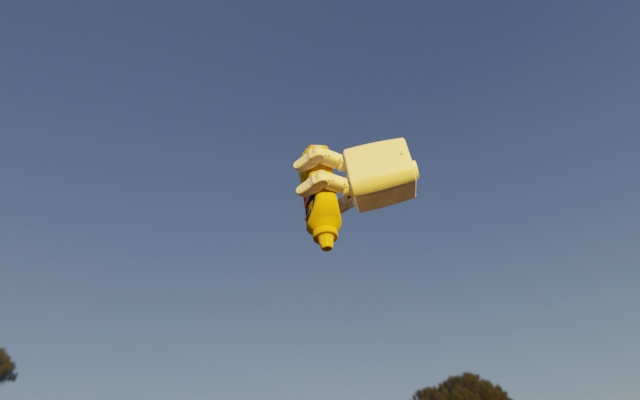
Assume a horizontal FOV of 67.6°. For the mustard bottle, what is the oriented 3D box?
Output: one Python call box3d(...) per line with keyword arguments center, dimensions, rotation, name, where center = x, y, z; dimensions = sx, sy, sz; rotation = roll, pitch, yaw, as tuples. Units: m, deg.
box3d(center=(0.000, 0.002, 0.814), dimensions=(0.058, 0.191, 0.096), rotation=(2, -40, -14), name="mustard bottle")
